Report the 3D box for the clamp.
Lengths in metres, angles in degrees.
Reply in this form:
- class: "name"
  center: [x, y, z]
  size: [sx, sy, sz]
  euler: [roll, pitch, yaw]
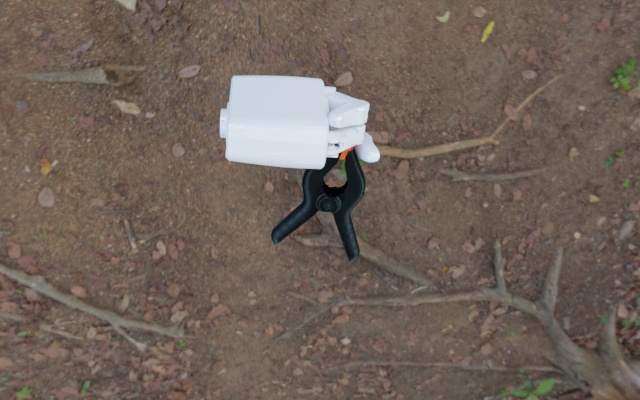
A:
- class: "clamp"
  center: [0.000, 0.002, 0.608]
  size: [0.120, 0.171, 0.039]
  euler: [4, 27, -5]
